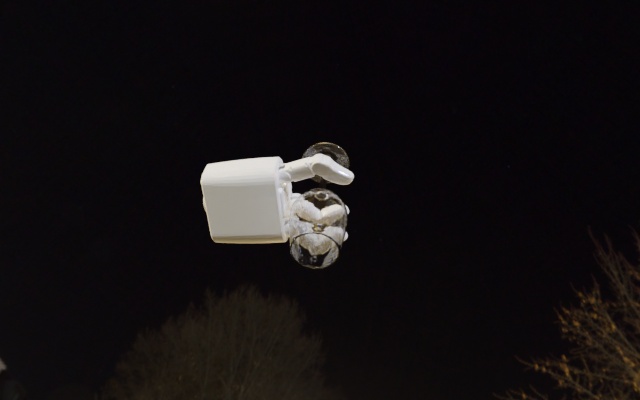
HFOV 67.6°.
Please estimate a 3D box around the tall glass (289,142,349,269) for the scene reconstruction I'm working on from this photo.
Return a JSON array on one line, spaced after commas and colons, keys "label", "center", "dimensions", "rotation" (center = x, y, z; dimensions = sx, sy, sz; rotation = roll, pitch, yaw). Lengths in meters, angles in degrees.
[{"label": "tall glass", "center": [0.000, 0.002, 0.661], "dimensions": [0.079, 0.079, 0.201], "rotation": [0, 37, 5]}]
